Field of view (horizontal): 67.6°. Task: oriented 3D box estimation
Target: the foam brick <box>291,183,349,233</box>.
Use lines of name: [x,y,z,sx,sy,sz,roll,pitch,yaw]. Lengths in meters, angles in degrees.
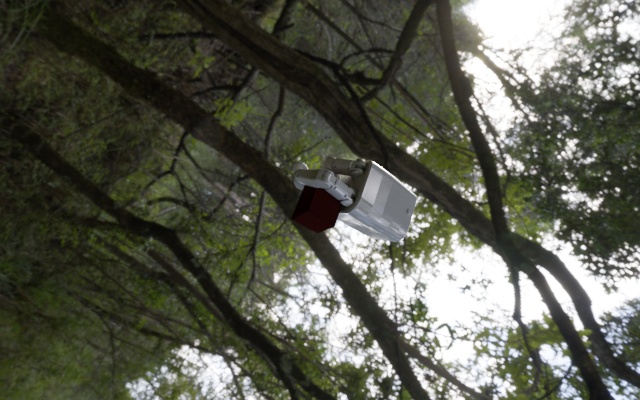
foam brick: [0.000,0.003,0.732,0.051,0.078,0.053,33,-30,-22]
